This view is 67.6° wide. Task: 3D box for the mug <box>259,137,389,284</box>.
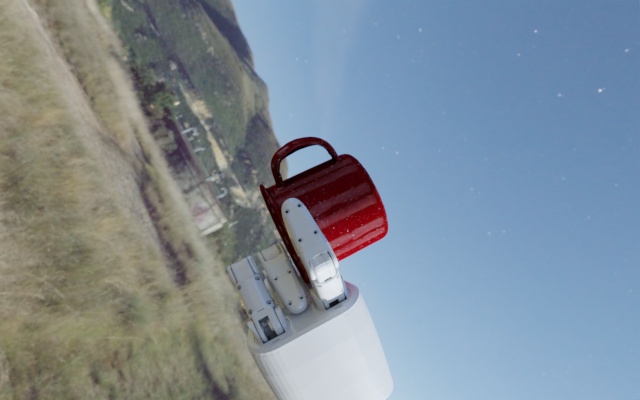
[{"bbox_3d":[0.000,0.000,0.403,0.081,0.117,0.093,-26,22,-9],"label":"mug"}]
